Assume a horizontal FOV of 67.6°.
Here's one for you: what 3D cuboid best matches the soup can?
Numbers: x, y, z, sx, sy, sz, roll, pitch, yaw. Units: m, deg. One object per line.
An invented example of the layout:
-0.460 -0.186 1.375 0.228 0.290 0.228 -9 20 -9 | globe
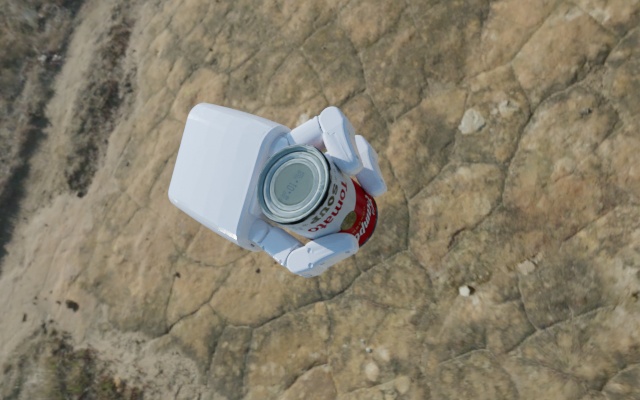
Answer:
0.000 0.002 0.407 0.068 0.068 0.102 0 -18 28 | soup can
